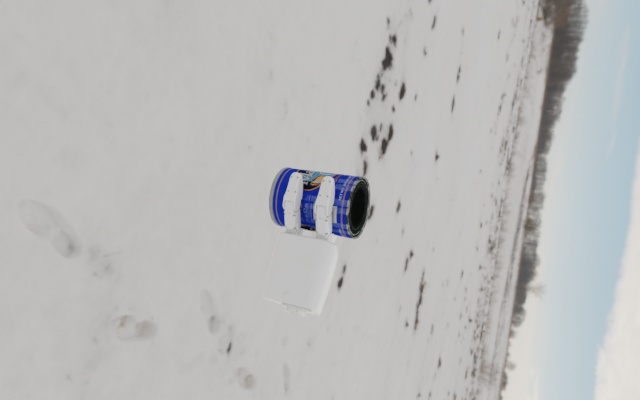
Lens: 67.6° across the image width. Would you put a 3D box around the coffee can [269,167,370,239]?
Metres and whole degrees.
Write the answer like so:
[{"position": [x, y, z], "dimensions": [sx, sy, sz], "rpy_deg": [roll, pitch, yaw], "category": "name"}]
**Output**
[{"position": [0.000, 0.002, 0.794], "dimensions": [0.140, 0.103, 0.103], "rpy_deg": [8, 3, 23], "category": "coffee can"}]
